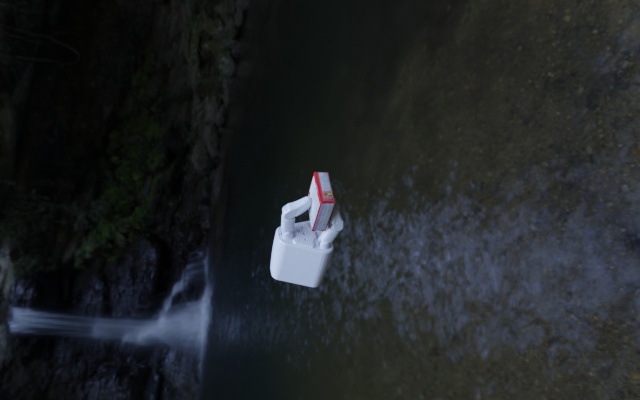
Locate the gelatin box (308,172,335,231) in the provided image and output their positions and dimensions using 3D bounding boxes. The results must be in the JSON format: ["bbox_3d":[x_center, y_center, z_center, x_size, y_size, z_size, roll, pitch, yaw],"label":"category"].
[{"bbox_3d":[0.000,0.003,0.880,0.030,0.073,0.089,0,-39,-14],"label":"gelatin box"}]
